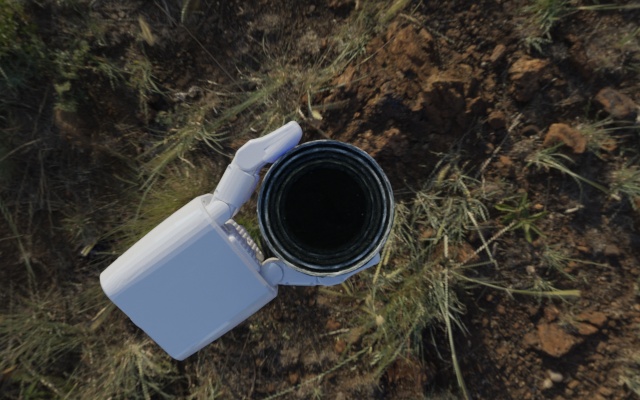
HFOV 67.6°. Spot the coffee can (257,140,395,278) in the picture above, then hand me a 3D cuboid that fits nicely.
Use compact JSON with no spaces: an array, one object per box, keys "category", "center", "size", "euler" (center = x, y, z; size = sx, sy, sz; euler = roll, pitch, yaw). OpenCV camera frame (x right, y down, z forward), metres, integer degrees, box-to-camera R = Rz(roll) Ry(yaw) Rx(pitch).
[{"category":"coffee can","center":[0.000,0.001,0.420],"size":[0.103,0.103,0.140],"euler":[0,4,-3]}]
